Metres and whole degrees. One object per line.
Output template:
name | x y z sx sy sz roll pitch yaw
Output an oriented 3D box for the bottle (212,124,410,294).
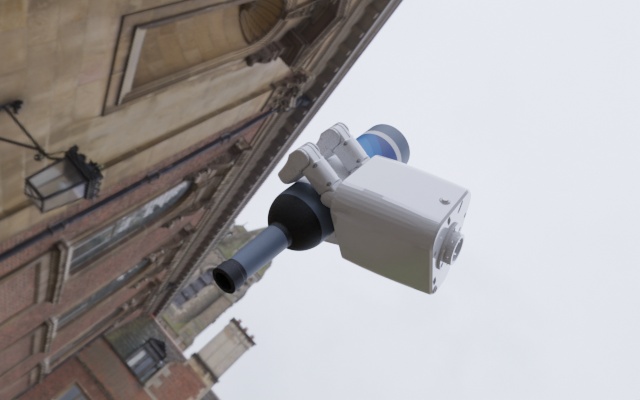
bottle | 0.000 0.002 0.514 0.069 0.069 0.295 0 28 41
